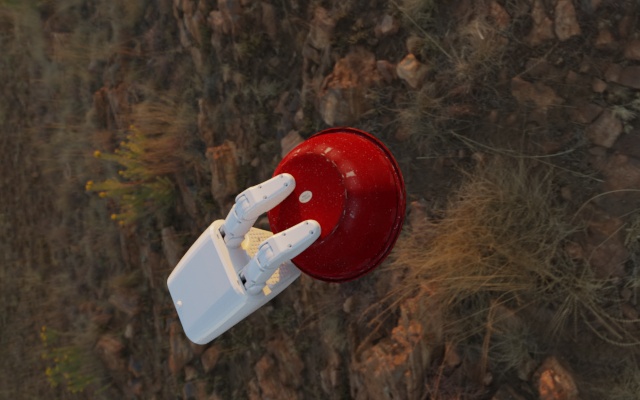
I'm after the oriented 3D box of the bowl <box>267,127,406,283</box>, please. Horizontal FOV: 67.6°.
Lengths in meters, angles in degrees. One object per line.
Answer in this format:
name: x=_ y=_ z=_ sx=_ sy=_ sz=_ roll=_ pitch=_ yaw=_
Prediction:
bowl: x=0.001 y=0.000 z=0.474 sx=0.162 sy=0.162 sz=0.055 roll=0 pitch=-6 yaw=34
